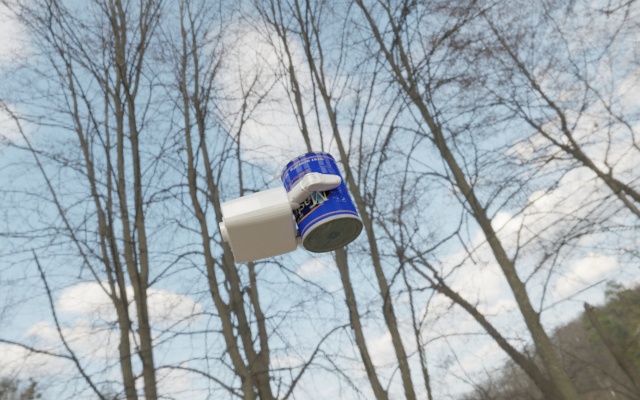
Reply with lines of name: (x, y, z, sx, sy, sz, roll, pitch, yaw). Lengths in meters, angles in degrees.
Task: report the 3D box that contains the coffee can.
coffee can: (0.000, 0.003, 0.805, 0.103, 0.140, 0.103, -15, -33, -10)
